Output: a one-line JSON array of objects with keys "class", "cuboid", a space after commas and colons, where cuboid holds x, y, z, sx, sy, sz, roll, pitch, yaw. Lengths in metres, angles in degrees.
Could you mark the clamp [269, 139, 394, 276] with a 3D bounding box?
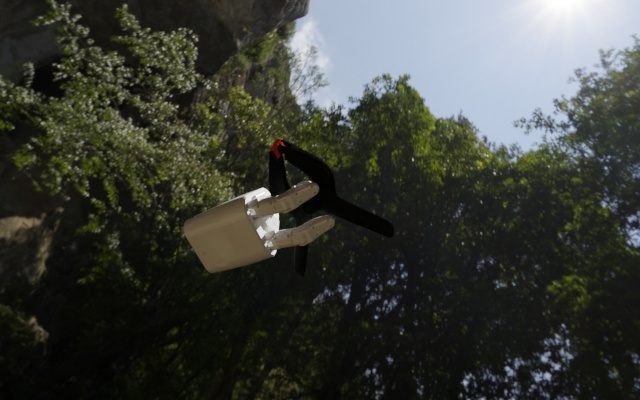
[{"class": "clamp", "cuboid": [0.000, 0.001, 0.680, 0.164, 0.210, 0.036, -20, 23, 13]}]
